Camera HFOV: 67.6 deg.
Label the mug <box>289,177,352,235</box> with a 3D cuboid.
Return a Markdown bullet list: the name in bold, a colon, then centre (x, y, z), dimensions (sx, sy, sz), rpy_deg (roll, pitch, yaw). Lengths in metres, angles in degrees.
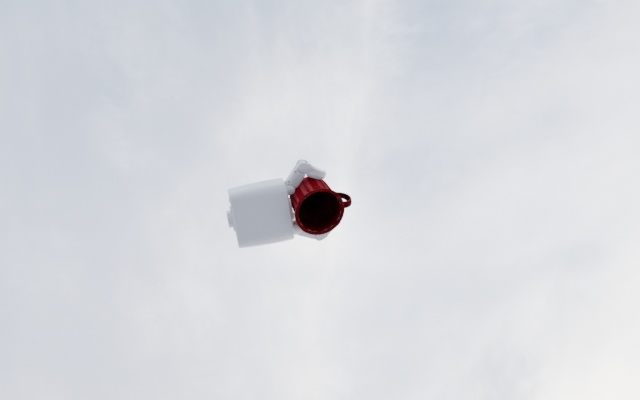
- **mug**: centre (0.001, 0.003, 0.895), dimensions (0.117, 0.093, 0.081), rpy_deg (-10, 27, -13)
